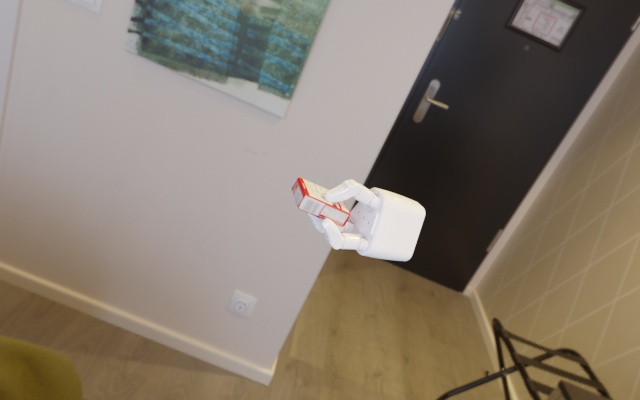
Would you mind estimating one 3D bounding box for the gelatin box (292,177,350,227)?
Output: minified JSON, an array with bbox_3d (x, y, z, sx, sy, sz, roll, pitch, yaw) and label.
[{"bbox_3d":[0.000,0.002,0.794,0.089,0.030,0.073,24,19,-22],"label":"gelatin box"}]
